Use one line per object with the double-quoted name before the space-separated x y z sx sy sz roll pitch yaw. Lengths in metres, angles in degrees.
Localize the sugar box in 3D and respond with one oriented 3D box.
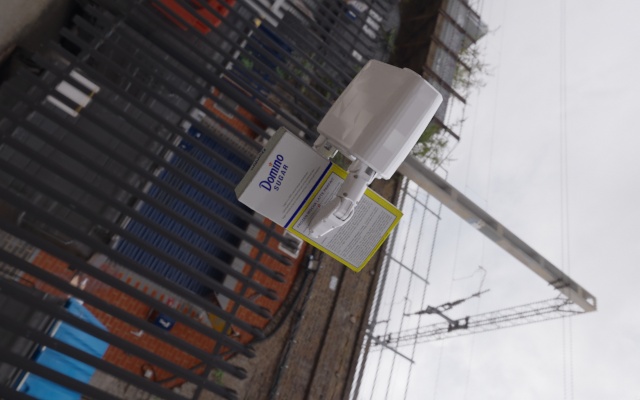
"sugar box" 0.000 0.002 0.551 0.176 0.093 0.048 35 6 -20
